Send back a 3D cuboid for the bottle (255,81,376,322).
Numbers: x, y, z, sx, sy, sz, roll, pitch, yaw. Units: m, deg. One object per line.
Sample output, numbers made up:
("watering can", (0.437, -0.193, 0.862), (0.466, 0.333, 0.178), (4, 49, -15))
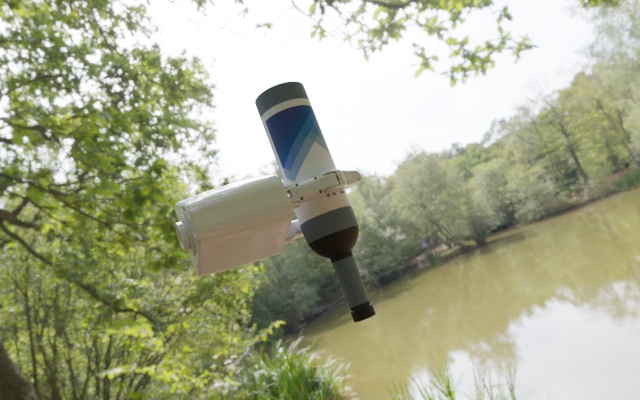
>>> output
("bottle", (0.000, 0.002, 0.580), (0.069, 0.295, 0.069), (-20, -9, -3))
